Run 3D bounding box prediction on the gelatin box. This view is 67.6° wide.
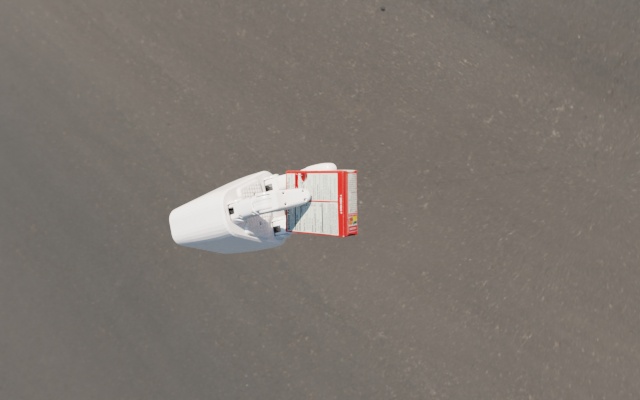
[{"bbox_3d":[0.000,0.002,0.548,0.089,0.073,0.030,2,5,39],"label":"gelatin box"}]
